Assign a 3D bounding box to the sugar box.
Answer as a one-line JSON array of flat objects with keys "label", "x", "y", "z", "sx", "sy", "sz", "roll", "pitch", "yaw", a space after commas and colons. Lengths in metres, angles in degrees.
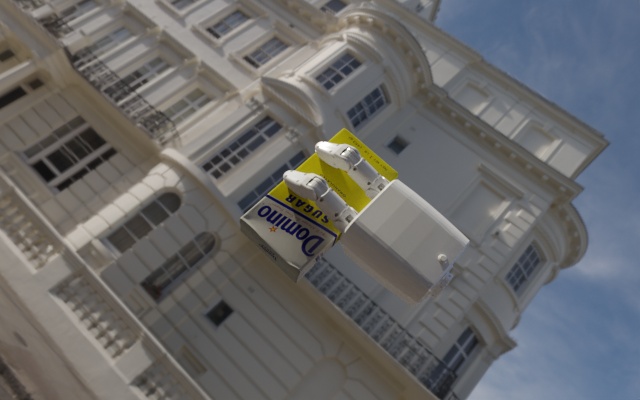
[{"label": "sugar box", "x": 0.000, "y": 0.002, "z": 0.563, "sx": 0.176, "sy": 0.093, "sz": 0.048, "roll": -43, "pitch": -13, "yaw": -24}]
